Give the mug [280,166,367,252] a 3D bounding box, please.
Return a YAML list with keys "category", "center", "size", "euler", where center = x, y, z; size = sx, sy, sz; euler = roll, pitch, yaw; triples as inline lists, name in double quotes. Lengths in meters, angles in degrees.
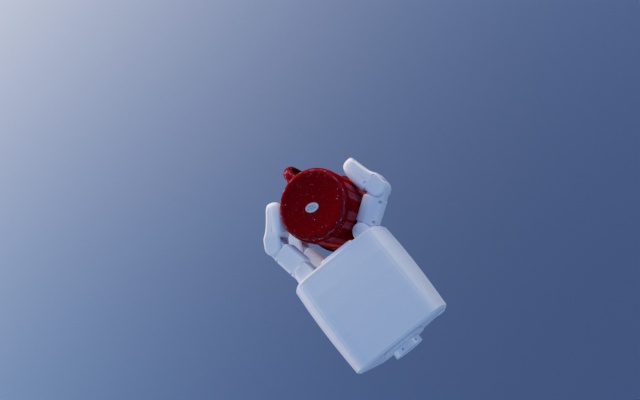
- category: "mug"
  center: [-0.001, 0.001, 0.541]
  size: [0.117, 0.093, 0.081]
  euler: [49, 13, 23]
